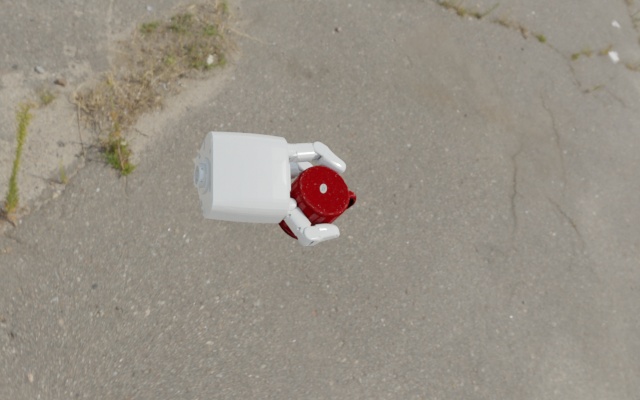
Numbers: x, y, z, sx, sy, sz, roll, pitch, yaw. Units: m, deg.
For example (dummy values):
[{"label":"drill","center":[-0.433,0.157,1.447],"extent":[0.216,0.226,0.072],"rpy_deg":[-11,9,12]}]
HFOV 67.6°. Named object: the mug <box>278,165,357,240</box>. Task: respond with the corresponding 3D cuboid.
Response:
[{"label":"mug","center":[0.001,0.002,0.700],"extent":[0.117,0.093,0.081],"rpy_deg":[1,-26,-28]}]
